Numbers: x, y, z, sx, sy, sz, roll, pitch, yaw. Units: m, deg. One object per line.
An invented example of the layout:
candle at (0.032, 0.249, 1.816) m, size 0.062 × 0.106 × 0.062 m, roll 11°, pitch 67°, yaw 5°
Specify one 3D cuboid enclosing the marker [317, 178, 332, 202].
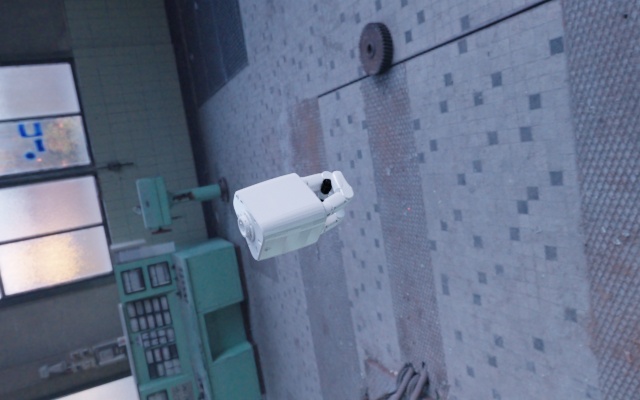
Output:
marker at (0.000, 0.003, 0.823) m, size 0.020 × 0.020 × 0.121 m, roll 0°, pitch -35°, yaw -16°
